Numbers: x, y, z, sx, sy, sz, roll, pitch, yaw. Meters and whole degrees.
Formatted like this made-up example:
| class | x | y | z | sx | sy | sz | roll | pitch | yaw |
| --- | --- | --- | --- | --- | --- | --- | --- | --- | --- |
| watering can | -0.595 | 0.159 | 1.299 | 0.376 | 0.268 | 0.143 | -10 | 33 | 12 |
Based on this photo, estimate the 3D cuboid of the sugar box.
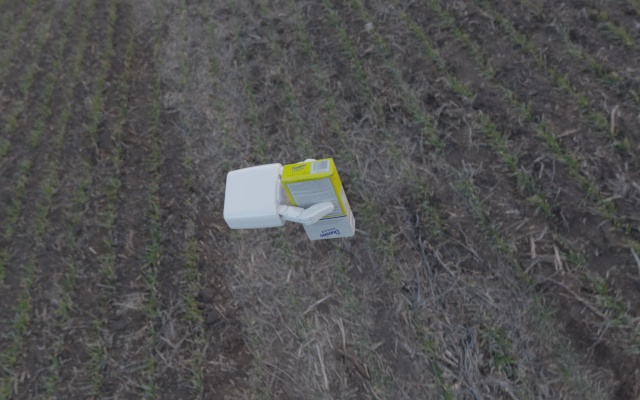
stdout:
| class | x | y | z | sx | sy | sz | roll | pitch | yaw |
| --- | --- | --- | --- | --- | --- | --- | --- | --- | --- |
| sugar box | 0.000 | 0.002 | 0.883 | 0.093 | 0.048 | 0.176 | -7 | -40 | 14 |
